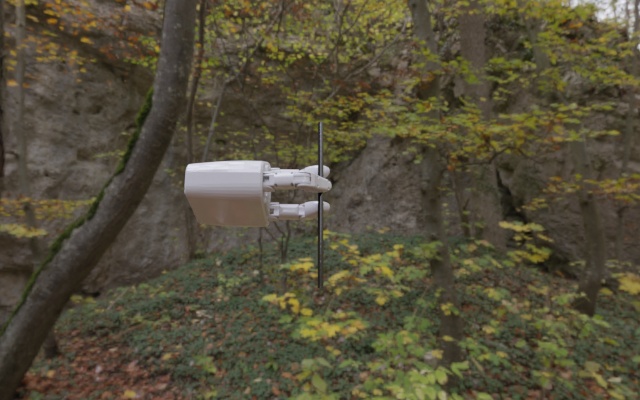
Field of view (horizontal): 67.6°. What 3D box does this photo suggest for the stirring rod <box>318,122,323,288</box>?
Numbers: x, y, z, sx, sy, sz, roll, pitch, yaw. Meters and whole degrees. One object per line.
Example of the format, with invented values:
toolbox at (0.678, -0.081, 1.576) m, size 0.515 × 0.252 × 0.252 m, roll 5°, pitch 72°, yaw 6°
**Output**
stirring rod at (0.000, 0.002, 0.679) m, size 0.011 × 0.239 × 0.011 m, roll 0°, pitch -13°, yaw 0°
